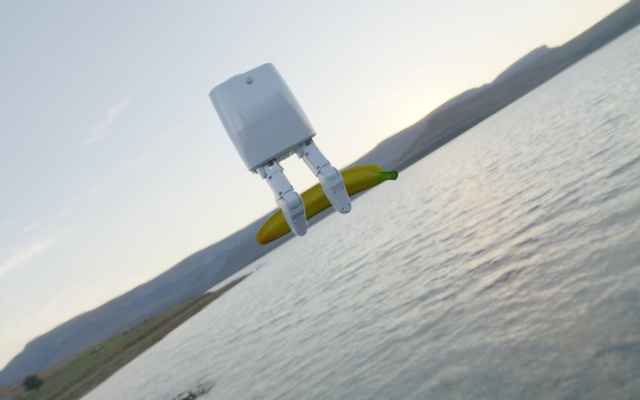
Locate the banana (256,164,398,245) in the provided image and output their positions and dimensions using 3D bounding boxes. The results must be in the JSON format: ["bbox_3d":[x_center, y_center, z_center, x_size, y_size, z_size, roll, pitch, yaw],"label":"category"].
[{"bbox_3d":[0.002,-0.002,0.628,0.198,0.037,0.069,-28,9,2],"label":"banana"}]
